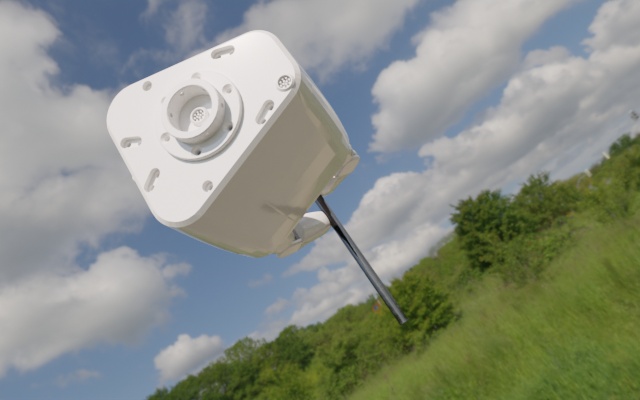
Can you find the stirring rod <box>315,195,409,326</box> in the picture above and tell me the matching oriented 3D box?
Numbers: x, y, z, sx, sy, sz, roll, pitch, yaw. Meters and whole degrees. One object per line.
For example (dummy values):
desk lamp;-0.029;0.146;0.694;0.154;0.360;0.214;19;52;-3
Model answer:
stirring rod;0.000;0.001;0.408;0.011;0.239;0.011;-31;-20;-12
